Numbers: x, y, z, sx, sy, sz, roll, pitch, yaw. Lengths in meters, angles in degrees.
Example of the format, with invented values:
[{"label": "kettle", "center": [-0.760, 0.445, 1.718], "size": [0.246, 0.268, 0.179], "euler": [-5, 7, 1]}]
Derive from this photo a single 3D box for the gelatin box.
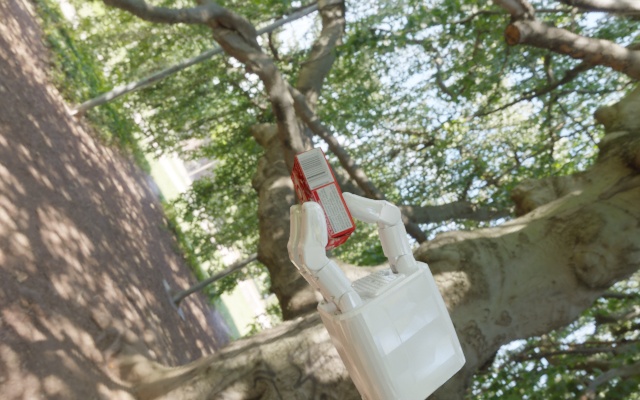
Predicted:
[{"label": "gelatin box", "center": [0.000, 0.001, 0.472], "size": [0.030, 0.089, 0.073], "euler": [-21, -11, -11]}]
